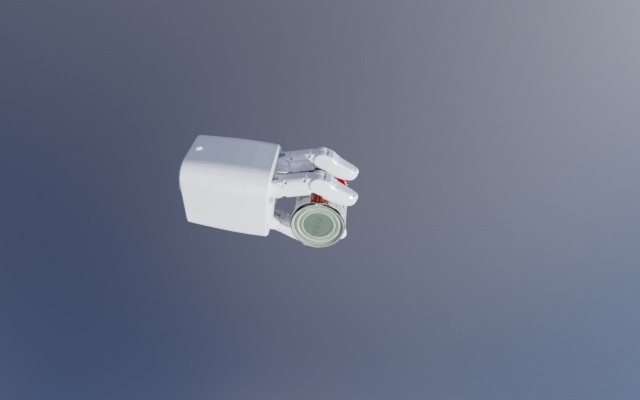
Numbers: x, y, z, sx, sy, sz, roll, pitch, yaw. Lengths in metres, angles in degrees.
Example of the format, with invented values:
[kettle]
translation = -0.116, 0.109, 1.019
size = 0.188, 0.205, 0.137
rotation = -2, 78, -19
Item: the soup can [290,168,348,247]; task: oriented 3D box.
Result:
[soup can]
translation = 0.001, 0.002, 0.607
size = 0.068, 0.069, 0.102
rotation = 0, 35, 5
